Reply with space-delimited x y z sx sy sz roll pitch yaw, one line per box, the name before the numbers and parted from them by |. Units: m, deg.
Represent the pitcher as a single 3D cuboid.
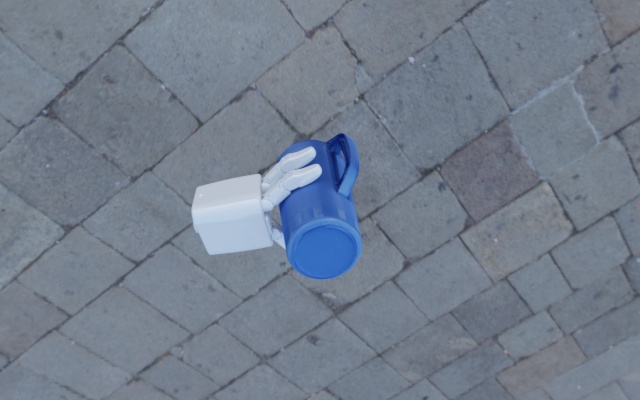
pitcher | 0.000 0.003 0.758 0.145 0.149 0.242 -10 32 -1
